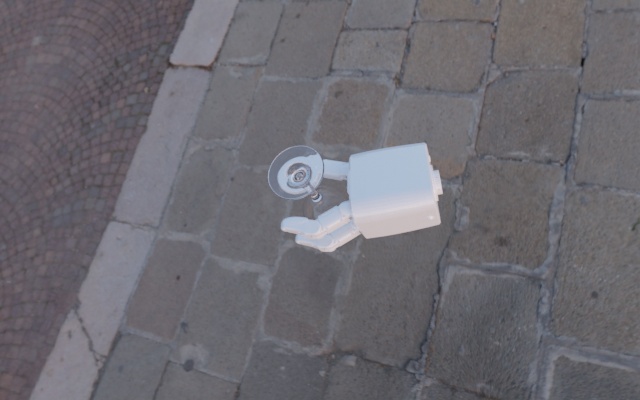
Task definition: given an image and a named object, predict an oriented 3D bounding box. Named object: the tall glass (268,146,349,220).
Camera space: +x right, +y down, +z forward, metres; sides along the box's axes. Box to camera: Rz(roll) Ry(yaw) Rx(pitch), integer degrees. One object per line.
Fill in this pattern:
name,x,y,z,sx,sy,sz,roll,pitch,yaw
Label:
tall glass,0.000,0.002,0.675,0.079,0.079,0.201,0,-22,19
